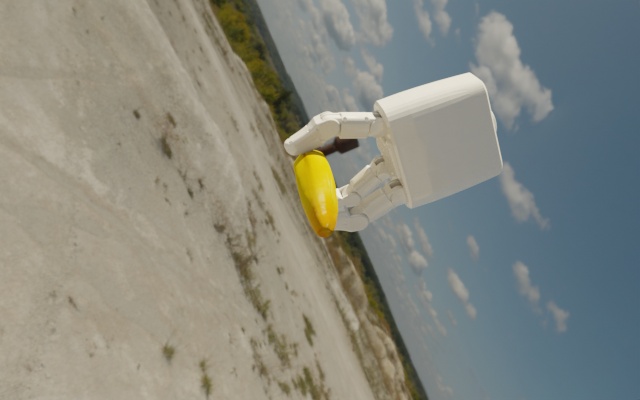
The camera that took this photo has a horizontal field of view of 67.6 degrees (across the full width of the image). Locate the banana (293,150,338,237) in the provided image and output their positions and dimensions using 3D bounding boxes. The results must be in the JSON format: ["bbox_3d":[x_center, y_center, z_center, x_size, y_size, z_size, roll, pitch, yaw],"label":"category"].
[{"bbox_3d":[-0.005,-0.017,0.486,0.037,0.069,0.197,-15,9,-2],"label":"banana"}]
